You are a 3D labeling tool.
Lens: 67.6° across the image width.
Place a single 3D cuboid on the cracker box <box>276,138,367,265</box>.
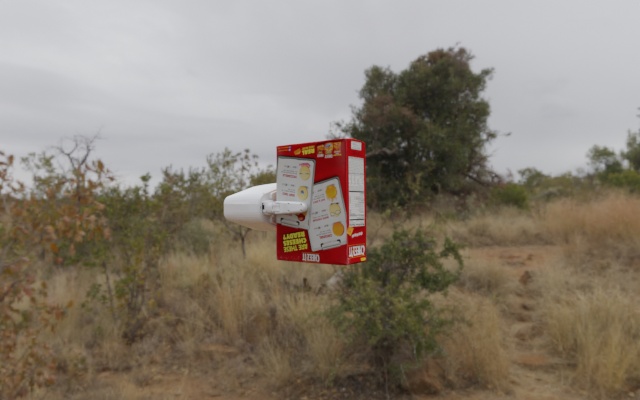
[{"bbox_3d":[0.000,0.003,0.861,0.164,0.213,0.072,-1,0,39],"label":"cracker box"}]
